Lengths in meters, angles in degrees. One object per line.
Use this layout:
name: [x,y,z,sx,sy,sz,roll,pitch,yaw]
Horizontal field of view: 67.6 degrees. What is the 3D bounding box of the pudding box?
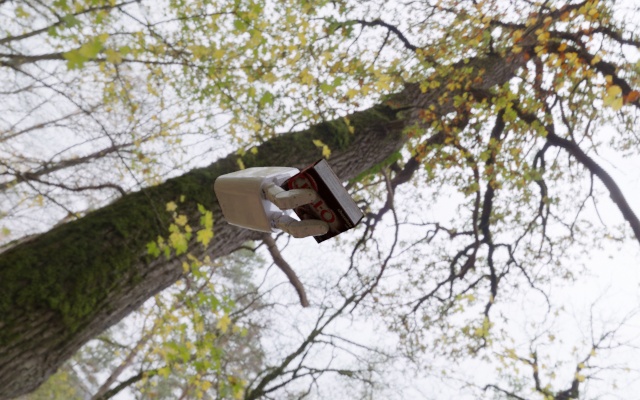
pudding box: [0.000,0.002,0.729,0.090,0.113,0.039,-29,12,45]
